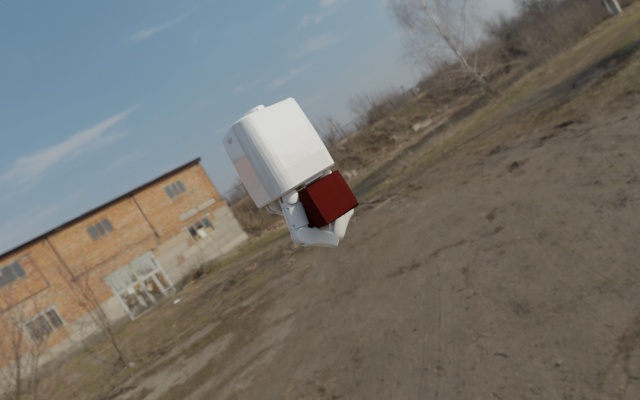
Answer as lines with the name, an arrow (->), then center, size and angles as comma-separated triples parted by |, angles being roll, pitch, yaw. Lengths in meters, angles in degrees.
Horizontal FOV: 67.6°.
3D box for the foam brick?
foam brick -> 0.000, 0.002, 0.605 | 0.053, 0.051, 0.078 | -32, 4, -26
